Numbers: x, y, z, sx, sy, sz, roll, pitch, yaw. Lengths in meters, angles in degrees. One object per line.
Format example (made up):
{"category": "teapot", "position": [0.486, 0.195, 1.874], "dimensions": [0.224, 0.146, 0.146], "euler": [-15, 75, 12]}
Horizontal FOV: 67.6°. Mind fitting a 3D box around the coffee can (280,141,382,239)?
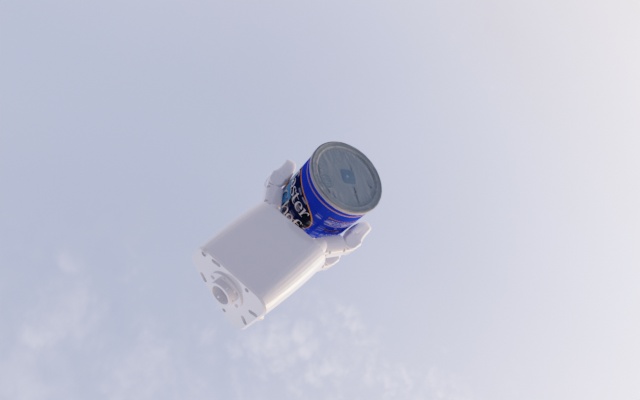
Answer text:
{"category": "coffee can", "position": [0.000, 0.002, 0.637], "dimensions": [0.103, 0.102, 0.140], "euler": [0, -28, -33]}
